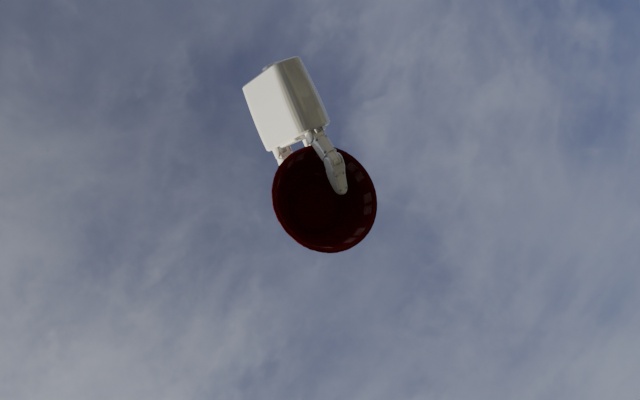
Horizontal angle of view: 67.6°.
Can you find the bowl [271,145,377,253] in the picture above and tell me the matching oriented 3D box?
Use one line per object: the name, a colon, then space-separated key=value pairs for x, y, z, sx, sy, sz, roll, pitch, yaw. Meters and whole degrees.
bowl: x=0.000 y=0.004 z=0.706 sx=0.162 sy=0.162 sz=0.055 roll=0 pitch=-16 yaw=-20
